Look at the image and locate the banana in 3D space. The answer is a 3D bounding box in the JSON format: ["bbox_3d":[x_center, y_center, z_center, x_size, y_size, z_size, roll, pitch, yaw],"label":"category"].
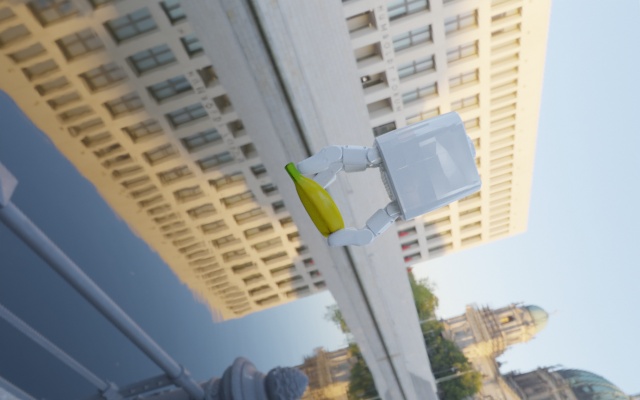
[{"bbox_3d":[0.006,0.016,0.637,0.037,0.069,0.198,-25,-27,2],"label":"banana"}]
